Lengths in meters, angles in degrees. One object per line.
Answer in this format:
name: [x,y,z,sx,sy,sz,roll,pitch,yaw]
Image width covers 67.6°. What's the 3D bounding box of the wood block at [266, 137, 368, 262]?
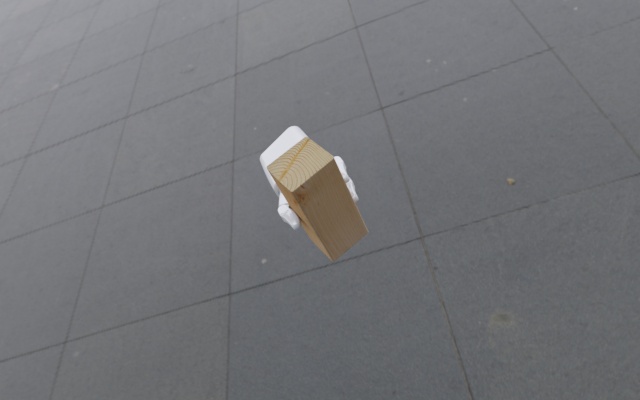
wood block: [0.000,0.003,0.844,0.090,0.091,0.206,42,-13,43]
